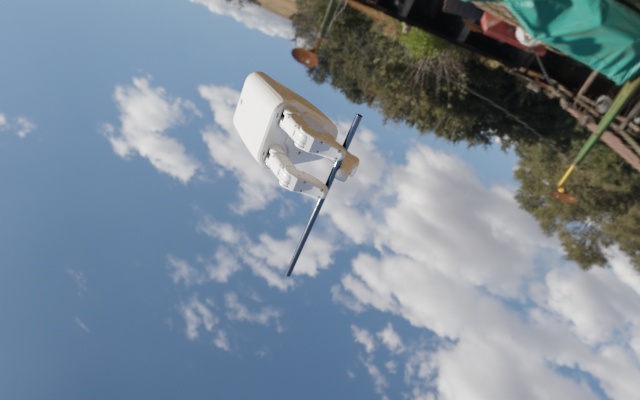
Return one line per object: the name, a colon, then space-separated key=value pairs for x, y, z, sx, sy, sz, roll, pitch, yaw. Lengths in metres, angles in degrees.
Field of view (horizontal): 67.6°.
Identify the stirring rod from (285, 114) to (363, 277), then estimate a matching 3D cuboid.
stirring rod: x=0.000 y=0.002 z=0.595 sx=0.011 sy=0.240 sz=0.011 roll=19 pitch=27 yaw=-10
